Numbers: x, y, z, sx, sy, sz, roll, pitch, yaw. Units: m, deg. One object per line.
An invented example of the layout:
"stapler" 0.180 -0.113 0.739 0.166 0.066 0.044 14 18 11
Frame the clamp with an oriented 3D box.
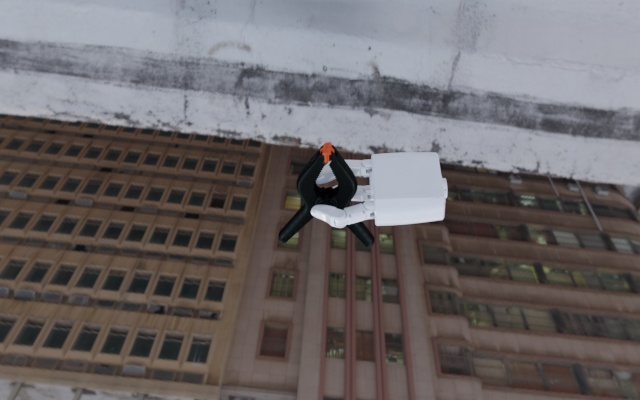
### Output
"clamp" 0.000 0.003 0.767 0.164 0.210 0.036 -4 41 6
